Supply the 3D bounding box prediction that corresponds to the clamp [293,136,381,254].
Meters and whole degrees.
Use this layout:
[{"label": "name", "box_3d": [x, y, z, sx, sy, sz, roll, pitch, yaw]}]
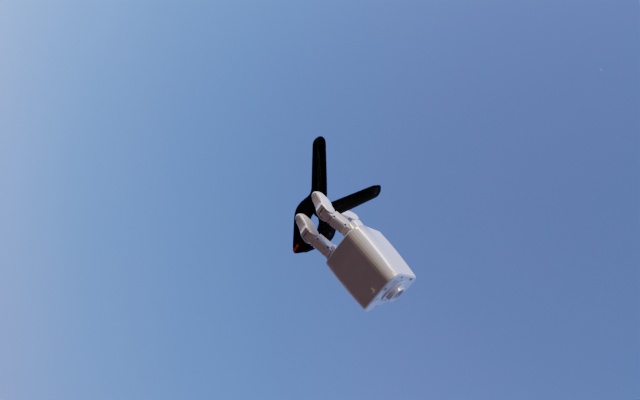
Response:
[{"label": "clamp", "box_3d": [0.001, 0.003, 0.845, 0.036, 0.210, 0.164, 1, 42, -47]}]
